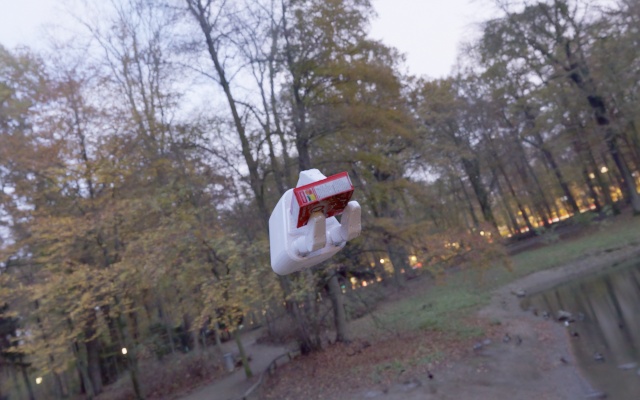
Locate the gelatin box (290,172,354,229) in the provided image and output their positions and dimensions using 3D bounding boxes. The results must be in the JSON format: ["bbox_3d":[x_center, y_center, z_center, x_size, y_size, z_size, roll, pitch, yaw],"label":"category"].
[{"bbox_3d":[0.000,0.002,0.625,0.073,0.030,0.089,-18,-18,-13],"label":"gelatin box"}]
